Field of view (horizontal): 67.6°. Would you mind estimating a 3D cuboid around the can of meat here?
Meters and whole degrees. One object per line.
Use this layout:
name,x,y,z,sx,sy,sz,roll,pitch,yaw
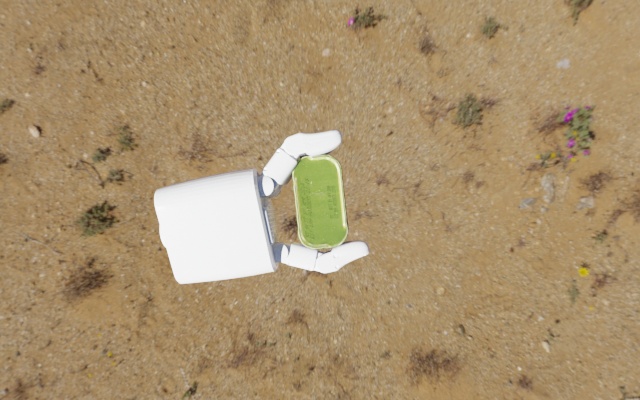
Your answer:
can of meat,0.000,0.002,0.525,0.057,0.102,0.084,-6,-1,1
